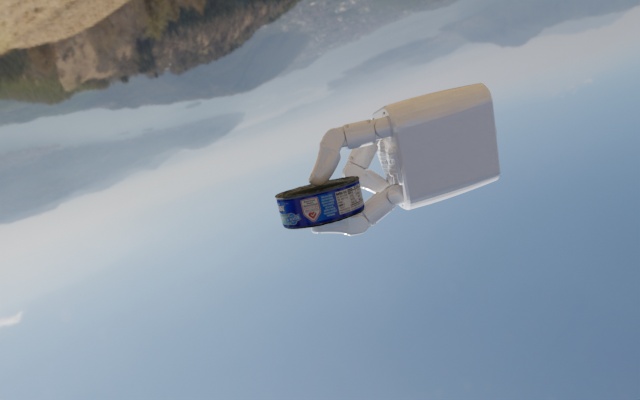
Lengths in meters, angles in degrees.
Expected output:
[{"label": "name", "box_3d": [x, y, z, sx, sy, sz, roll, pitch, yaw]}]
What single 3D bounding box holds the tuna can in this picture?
[{"label": "tuna can", "box_3d": [0.000, 0.002, 0.476, 0.086, 0.034, 0.086, -13, 7, 2]}]
